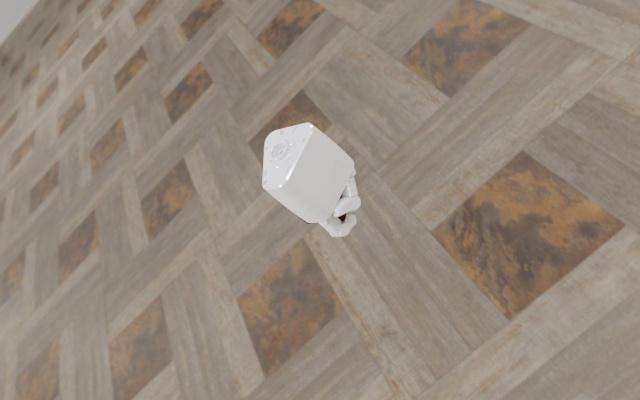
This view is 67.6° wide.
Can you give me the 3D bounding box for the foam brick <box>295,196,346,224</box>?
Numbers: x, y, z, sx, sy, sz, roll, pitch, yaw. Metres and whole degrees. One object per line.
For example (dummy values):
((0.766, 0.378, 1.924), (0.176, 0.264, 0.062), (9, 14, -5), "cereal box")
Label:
((0.000, 0.003, 0.774), (0.078, 0.053, 0.051), (-7, -31, 38), "foam brick")
